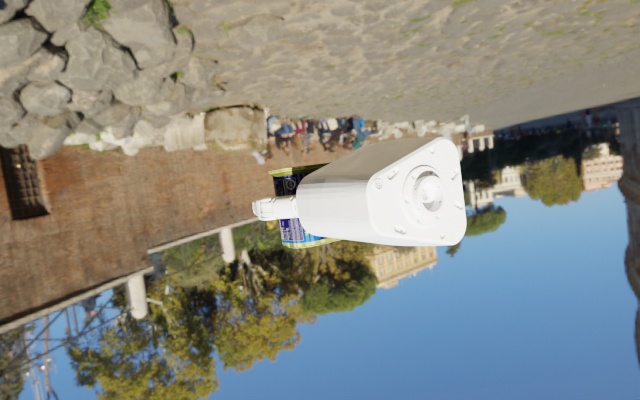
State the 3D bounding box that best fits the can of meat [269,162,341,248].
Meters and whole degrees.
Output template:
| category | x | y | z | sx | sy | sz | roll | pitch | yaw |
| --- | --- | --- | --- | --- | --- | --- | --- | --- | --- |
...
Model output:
| category | x | y | z | sx | sy | sz | roll | pitch | yaw |
| --- | --- | --- | --- | --- | --- | --- | --- | --- | --- |
| can of meat | 0.000 | 0.002 | 0.525 | 0.102 | 0.084 | 0.057 | -11 | 4 | -36 |
